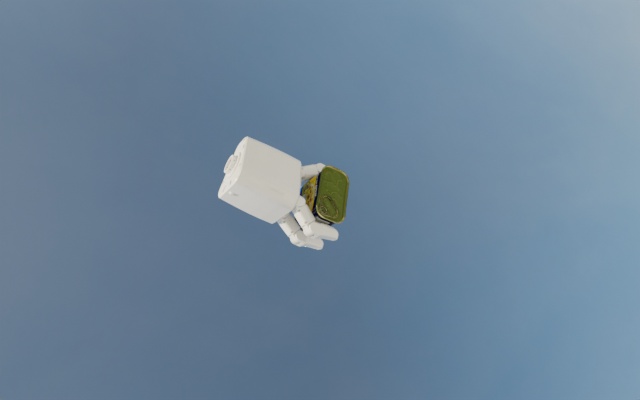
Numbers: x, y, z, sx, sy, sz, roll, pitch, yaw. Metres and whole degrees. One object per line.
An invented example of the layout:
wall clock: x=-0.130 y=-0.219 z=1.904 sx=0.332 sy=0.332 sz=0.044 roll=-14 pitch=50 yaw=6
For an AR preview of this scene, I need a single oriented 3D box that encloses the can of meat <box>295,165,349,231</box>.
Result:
can of meat: x=0.000 y=0.003 z=0.831 sx=0.057 sy=0.102 sz=0.084 roll=23 pitch=-32 yaw=-25
